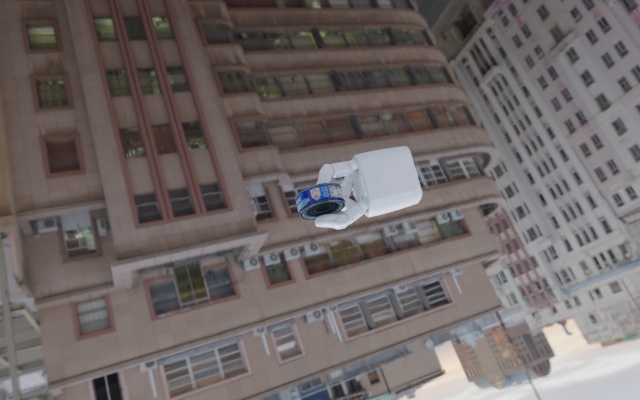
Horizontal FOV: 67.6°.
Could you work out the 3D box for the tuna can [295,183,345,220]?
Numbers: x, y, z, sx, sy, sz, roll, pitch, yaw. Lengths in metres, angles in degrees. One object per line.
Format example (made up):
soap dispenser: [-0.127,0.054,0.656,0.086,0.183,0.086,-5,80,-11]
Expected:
tuna can: [0.000,0.003,0.841,0.086,0.033,0.086,-13,-21,-5]
